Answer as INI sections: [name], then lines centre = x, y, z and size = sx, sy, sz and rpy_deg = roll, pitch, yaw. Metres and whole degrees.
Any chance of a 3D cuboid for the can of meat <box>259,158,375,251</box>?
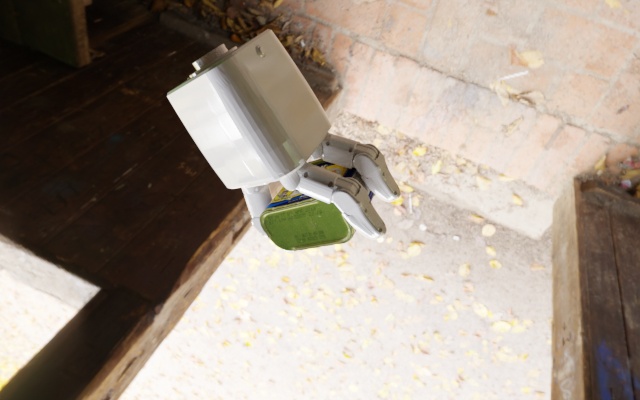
[can of meat]
centre = 0.000, 0.002, 0.473
size = 0.102, 0.057, 0.084
rpy_deg = -14, 27, 34
